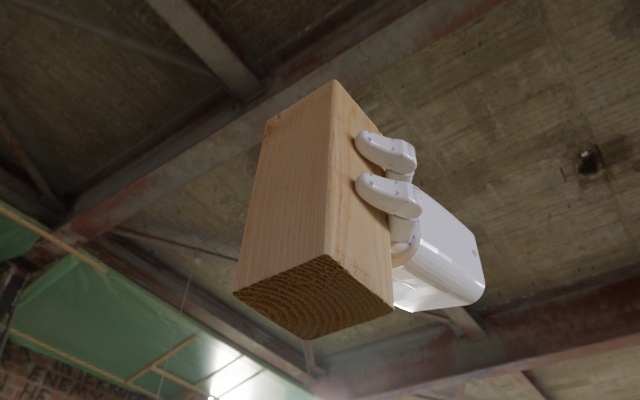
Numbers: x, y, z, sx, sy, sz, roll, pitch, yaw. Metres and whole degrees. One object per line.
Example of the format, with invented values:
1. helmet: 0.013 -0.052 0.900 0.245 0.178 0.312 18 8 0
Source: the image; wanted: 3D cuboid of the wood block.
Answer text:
1. wood block: 0.000 0.002 0.422 0.091 0.206 0.090 -27 -52 28
